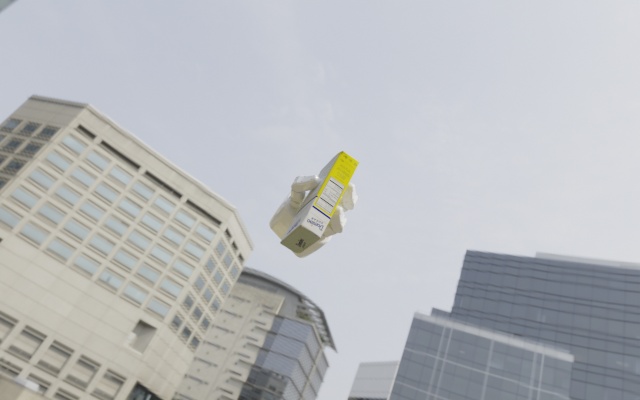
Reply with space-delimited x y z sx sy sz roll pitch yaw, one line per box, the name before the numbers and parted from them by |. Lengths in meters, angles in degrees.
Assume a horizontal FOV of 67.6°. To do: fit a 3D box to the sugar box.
sugar box | 0.001 0.003 0.824 0.048 0.176 0.093 33 -33 -11
